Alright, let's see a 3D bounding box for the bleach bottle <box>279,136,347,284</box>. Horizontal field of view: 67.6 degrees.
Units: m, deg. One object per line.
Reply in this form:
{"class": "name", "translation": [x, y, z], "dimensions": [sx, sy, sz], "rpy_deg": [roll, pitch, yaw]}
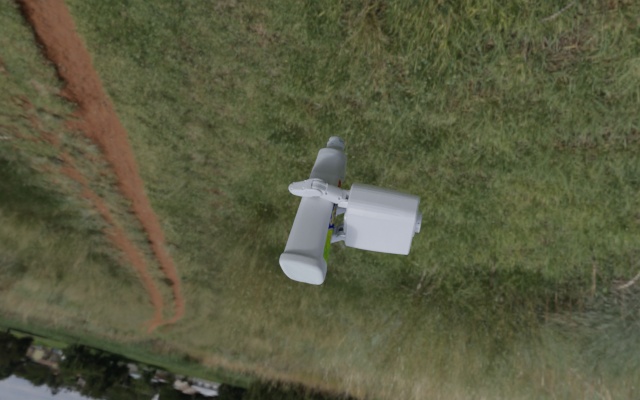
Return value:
{"class": "bleach bottle", "translation": [0.000, 0.003, 0.780], "dimensions": [0.068, 0.250, 0.103], "rpy_deg": [10, -24, 10]}
